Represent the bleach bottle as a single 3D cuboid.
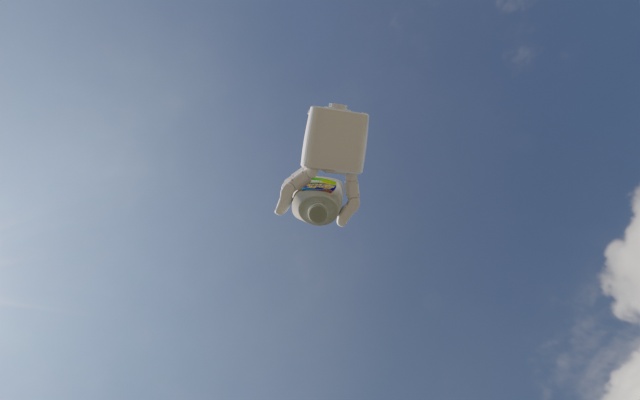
[{"bbox_3d":[0.000,0.003,0.862,0.102,0.068,0.251,8,9,-3],"label":"bleach bottle"}]
